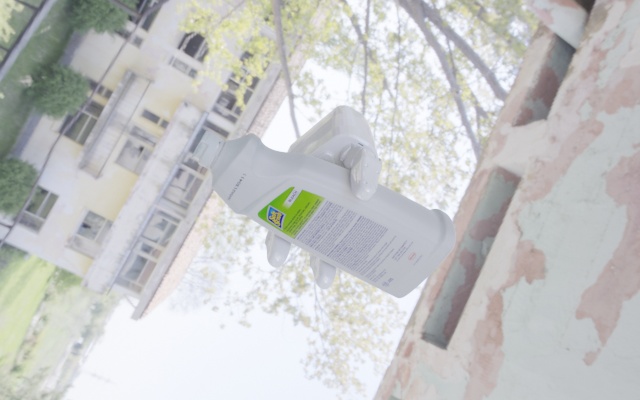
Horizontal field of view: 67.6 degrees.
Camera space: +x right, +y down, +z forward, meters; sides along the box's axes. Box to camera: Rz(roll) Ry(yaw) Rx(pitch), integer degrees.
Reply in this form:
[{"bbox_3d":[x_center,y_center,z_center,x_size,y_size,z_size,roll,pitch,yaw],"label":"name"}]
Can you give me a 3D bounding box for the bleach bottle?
[{"bbox_3d":[0.000,0.002,0.461,0.251,0.103,0.068,29,28,-15],"label":"bleach bottle"}]
